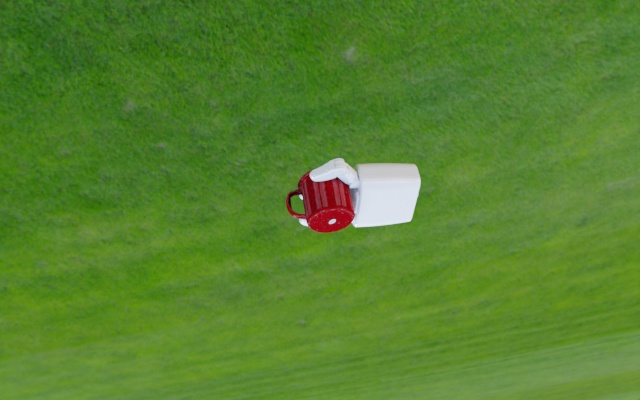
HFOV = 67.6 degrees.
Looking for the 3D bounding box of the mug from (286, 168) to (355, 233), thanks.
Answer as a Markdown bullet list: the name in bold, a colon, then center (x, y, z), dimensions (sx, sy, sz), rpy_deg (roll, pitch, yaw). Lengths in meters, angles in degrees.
- **mug**: center (-0.001, 0.003, 0.808), dimensions (0.117, 0.081, 0.093), rpy_deg (-4, -33, -9)
